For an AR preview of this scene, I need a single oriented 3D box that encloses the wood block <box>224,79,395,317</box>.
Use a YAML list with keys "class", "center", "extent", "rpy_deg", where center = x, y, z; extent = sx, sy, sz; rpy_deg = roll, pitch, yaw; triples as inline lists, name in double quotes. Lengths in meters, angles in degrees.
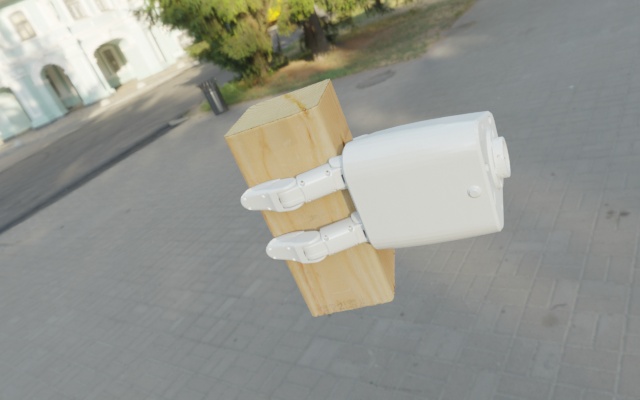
- class: "wood block"
  center: [0.000, 0.001, 0.472]
  extent: [0.090, 0.206, 0.090]
  rpy_deg: [-15, 25, 17]
